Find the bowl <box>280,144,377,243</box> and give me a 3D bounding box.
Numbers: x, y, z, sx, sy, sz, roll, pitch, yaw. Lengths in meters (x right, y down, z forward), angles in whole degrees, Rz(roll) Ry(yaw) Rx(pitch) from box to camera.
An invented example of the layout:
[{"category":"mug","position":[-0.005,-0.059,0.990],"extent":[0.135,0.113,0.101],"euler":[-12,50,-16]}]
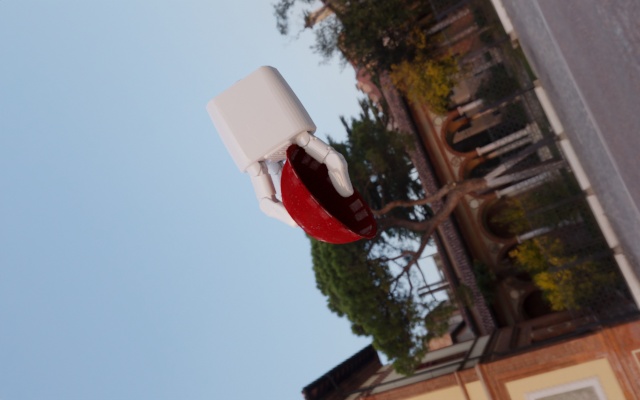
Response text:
[{"category":"bowl","position":[0.000,0.003,0.628],"extent":[0.055,0.162,0.162],"euler":[-44,-18,19]}]
